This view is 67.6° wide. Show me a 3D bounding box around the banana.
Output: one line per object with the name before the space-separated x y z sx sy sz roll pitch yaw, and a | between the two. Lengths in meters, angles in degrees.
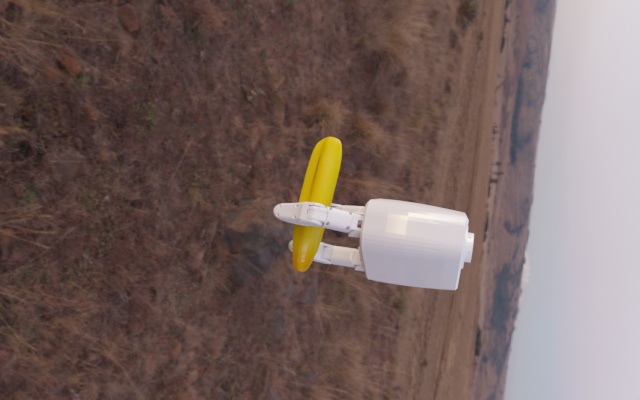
banana | 0.000 -0.012 0.572 0.037 0.197 0.070 8 -38 9
